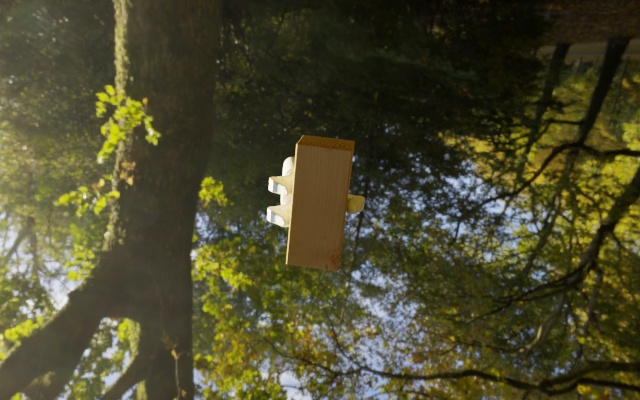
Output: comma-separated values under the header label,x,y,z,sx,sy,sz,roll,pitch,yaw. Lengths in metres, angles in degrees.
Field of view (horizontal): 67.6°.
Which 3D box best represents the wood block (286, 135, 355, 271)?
label,x,y,z,sx,sy,sz,roll,pitch,yaw
wood block,0.000,0.003,0.808,0.091,0.206,0.090,7,18,4
